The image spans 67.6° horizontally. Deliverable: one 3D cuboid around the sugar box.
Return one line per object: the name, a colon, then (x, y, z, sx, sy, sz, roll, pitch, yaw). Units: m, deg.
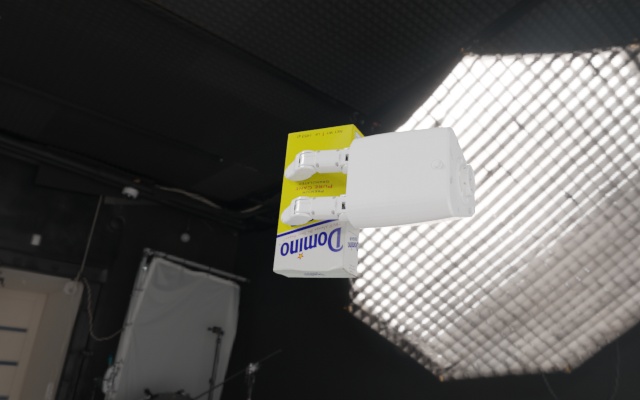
sugar box: (0.000, 0.002, 0.570, 0.093, 0.176, 0.048, -5, -22, 27)
